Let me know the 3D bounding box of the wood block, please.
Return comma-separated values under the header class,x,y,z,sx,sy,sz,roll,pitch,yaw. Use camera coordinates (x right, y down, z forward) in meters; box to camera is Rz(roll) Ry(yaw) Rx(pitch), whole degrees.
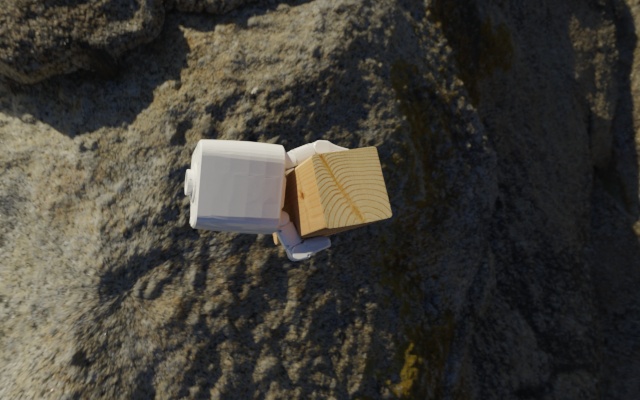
class,x,y,z,sx,sy,sz,roll,pitch,yaw
wood block,0.000,0.002,0.652,0.090,0.091,0.206,-9,-6,-23
